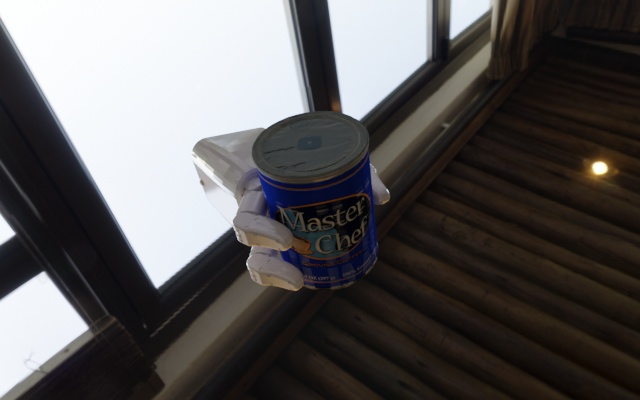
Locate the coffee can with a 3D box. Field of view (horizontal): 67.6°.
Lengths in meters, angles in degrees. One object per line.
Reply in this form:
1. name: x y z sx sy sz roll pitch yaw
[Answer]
1. coffee can: 0.000 0.001 0.456 0.103 0.140 0.102 -6 40 5
